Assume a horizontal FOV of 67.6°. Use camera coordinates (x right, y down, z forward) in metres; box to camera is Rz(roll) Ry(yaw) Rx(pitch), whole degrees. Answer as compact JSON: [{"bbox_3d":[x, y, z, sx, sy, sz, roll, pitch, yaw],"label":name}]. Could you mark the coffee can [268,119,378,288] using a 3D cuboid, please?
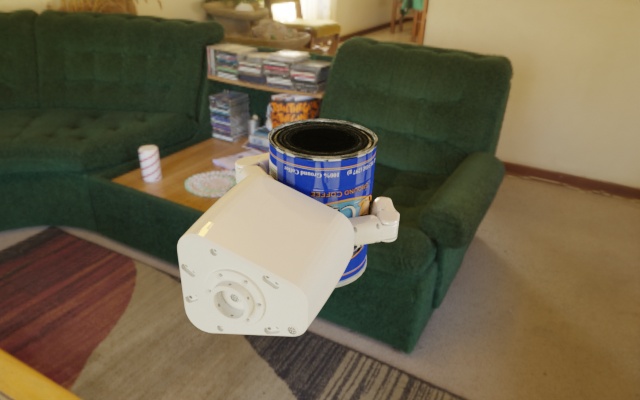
[{"bbox_3d":[0.000,0.002,0.477,0.103,0.140,0.102,2,28,-1],"label":"coffee can"}]
